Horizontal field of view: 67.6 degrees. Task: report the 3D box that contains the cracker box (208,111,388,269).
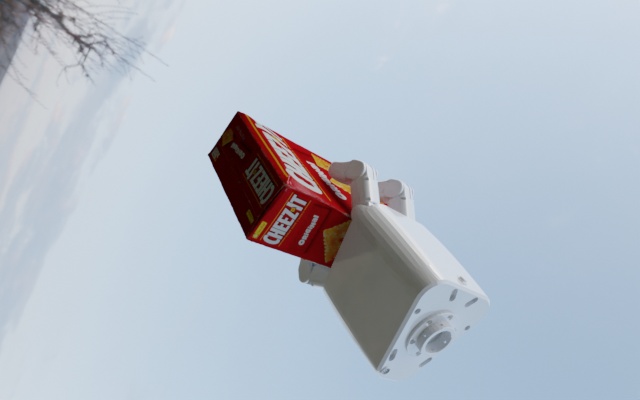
[{"bbox_3d":[0.000,0.002,0.525,0.214,0.072,0.164,25,18,-37],"label":"cracker box"}]
